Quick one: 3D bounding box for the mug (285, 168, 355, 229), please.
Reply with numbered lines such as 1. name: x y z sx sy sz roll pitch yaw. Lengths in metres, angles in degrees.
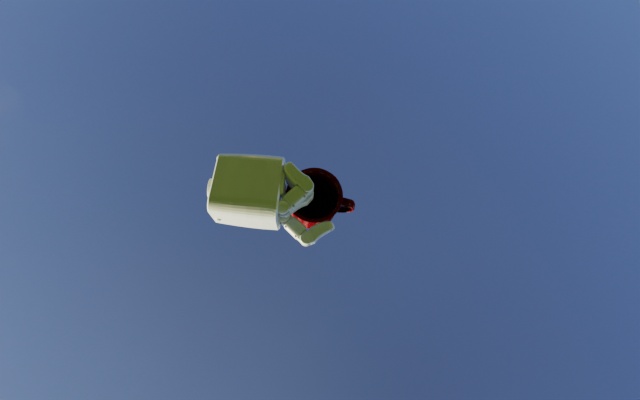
1. mug: 0.002 0.003 0.809 0.117 0.093 0.081 6 -16 -1
